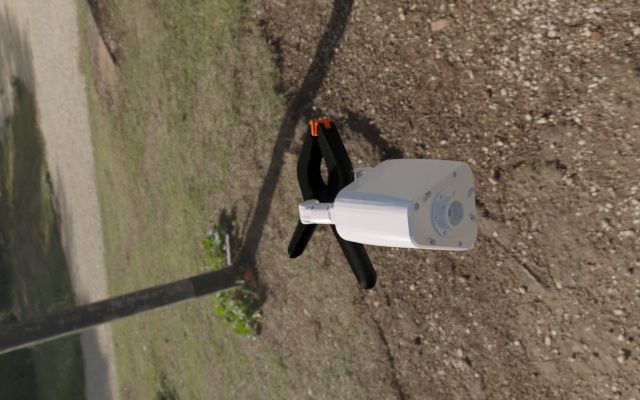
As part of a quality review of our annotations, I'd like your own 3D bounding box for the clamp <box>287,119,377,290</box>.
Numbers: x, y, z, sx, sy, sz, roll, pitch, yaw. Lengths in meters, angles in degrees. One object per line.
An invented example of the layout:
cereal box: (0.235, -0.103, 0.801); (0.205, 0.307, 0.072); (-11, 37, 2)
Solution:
clamp: (0.000, 0.002, 0.621); (0.036, 0.210, 0.164); (-15, 12, -39)
